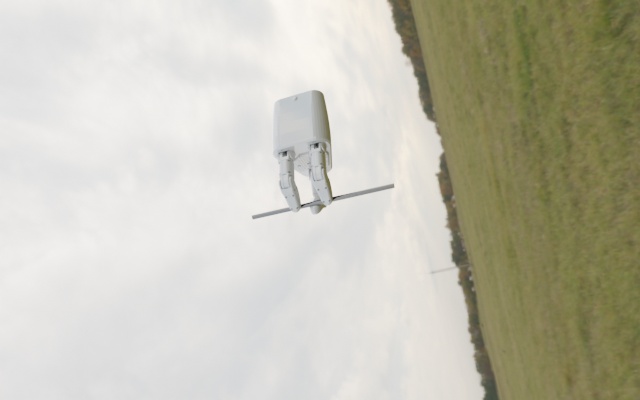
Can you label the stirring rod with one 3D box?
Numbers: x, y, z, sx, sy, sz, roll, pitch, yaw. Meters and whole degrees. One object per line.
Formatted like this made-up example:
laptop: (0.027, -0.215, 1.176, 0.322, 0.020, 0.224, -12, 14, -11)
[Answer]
stirring rod: (0.000, 0.002, 0.766, 0.239, 0.011, 0.011, -13, -3, 15)
